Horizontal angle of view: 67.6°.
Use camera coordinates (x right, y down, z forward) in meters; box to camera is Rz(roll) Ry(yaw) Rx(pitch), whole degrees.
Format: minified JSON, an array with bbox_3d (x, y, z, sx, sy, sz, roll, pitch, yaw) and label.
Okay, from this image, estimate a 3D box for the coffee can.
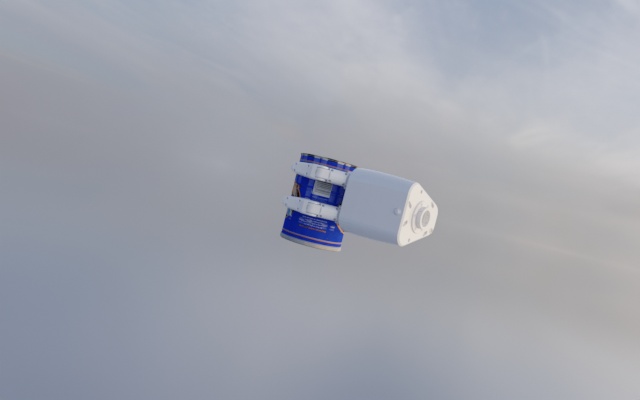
[{"bbox_3d":[0.000,0.003,0.783,0.103,0.140,0.103,14,1,0],"label":"coffee can"}]
